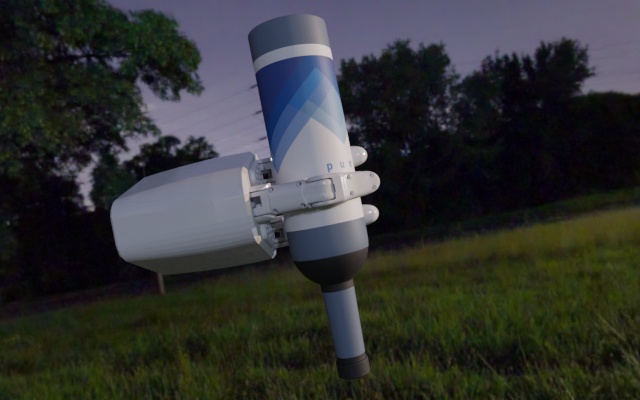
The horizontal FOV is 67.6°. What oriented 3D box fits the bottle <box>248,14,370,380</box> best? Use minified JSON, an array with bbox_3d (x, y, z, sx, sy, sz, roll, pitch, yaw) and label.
[{"bbox_3d":[0.000,0.001,0.402,0.069,0.295,0.069,-11,0,0],"label":"bottle"}]
